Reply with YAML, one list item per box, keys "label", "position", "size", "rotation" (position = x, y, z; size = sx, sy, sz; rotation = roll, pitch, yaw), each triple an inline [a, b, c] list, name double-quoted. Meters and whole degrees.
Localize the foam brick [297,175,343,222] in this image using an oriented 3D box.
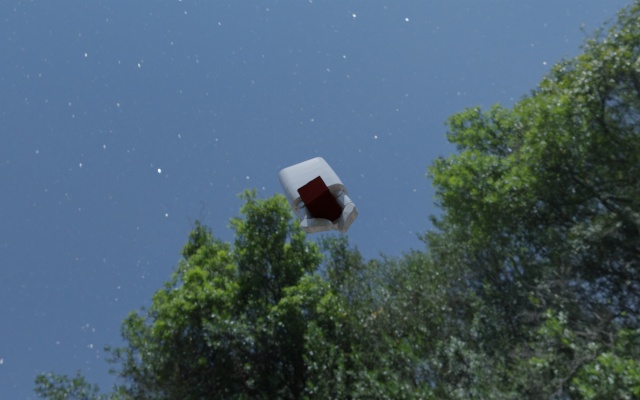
- label: "foam brick"
  position: [0.000, 0.003, 0.895]
  size: [0.053, 0.051, 0.078]
  rotation: [-32, -45, 1]
